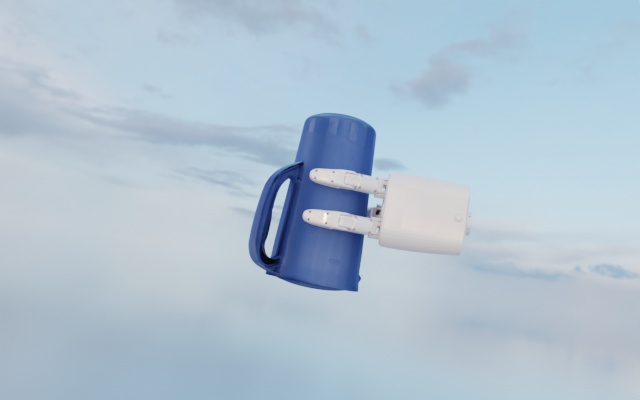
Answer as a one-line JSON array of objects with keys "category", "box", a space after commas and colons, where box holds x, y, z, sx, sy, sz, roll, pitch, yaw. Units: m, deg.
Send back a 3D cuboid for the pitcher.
[{"category": "pitcher", "box": [0.000, 0.002, 0.680, 0.145, 0.243, 0.149, 9, -8, 12]}]
